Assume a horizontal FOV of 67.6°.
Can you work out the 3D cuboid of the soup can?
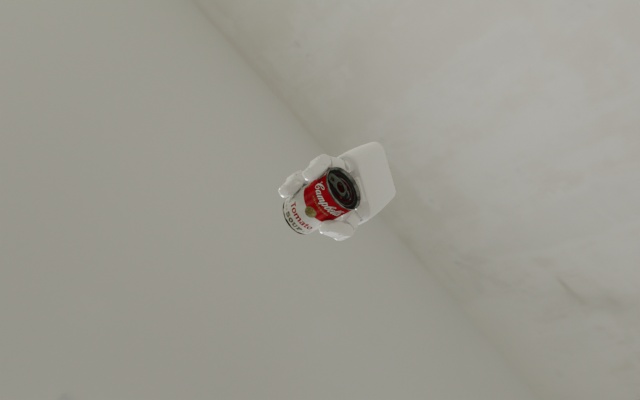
[{"bbox_3d":[0.000,0.003,0.714,0.102,0.068,0.068,-31,-20,38],"label":"soup can"}]
